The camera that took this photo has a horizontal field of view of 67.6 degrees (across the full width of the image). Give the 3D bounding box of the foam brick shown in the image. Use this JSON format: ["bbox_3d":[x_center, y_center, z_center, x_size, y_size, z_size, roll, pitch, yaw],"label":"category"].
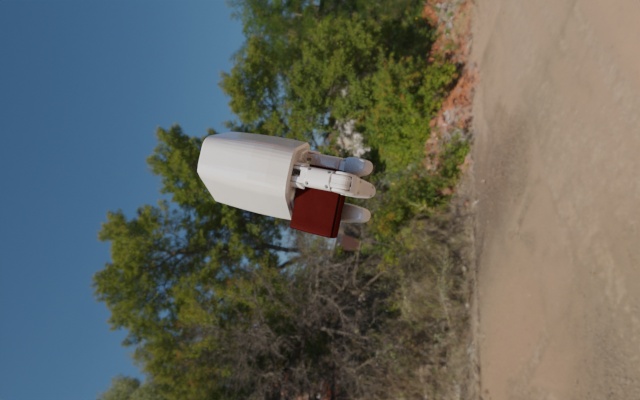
[{"bbox_3d":[0.000,0.002,0.558,0.051,0.078,0.053,11,-4,8],"label":"foam brick"}]
